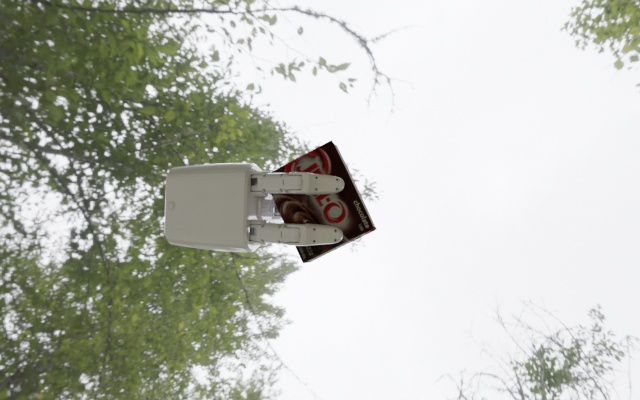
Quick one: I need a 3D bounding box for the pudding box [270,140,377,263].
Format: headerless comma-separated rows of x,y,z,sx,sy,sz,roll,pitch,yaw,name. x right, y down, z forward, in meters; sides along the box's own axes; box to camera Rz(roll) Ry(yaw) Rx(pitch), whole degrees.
0.000,0.002,0.542,0.090,0.113,0.039,-27,-8,11,pudding box
